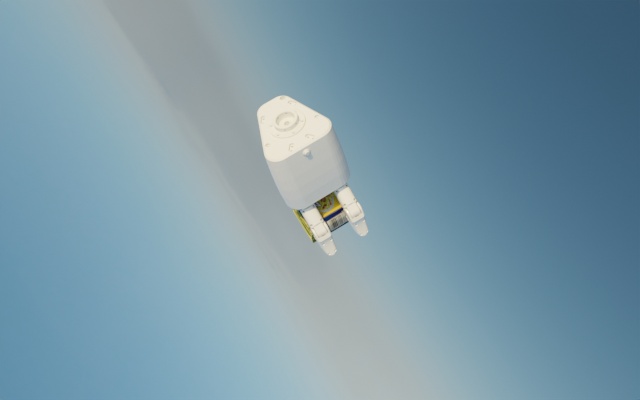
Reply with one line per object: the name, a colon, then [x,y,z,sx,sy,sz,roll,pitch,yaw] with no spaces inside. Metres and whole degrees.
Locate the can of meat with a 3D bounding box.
can of meat: [0.000,0.002,0.722,0.084,0.102,0.057,-31,-33,-6]
